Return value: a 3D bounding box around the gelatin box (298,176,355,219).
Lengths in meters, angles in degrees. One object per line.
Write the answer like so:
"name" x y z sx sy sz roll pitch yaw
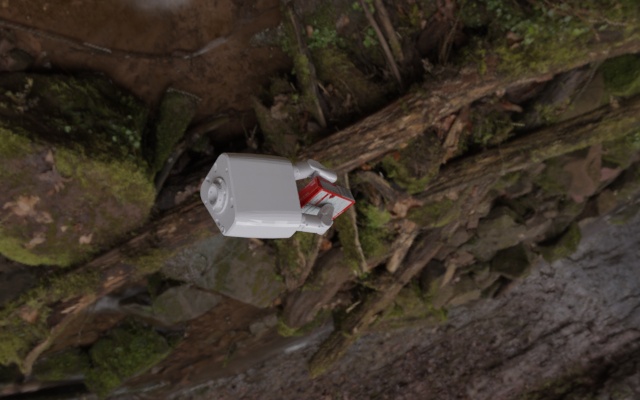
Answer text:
"gelatin box" 0.000 0.003 0.768 0.073 0.030 0.089 -40 -37 25
